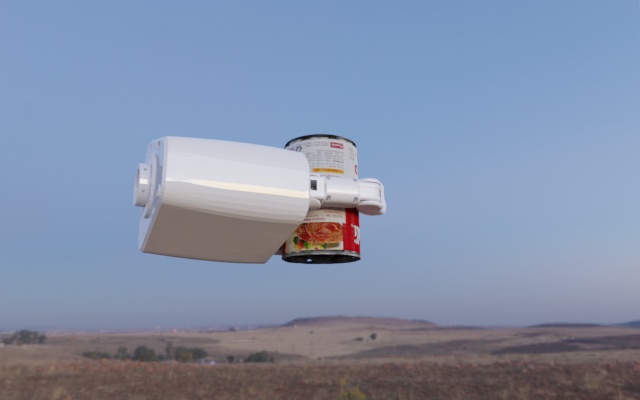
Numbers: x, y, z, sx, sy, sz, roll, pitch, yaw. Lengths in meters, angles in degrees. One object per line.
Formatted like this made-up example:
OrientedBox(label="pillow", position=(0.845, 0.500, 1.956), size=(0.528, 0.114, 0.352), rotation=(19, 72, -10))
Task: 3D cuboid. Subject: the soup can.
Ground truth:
OrientedBox(label="soup can", position=(0.001, 0.001, 0.418), size=(0.068, 0.102, 0.068), rotation=(-1, -14, 0))
